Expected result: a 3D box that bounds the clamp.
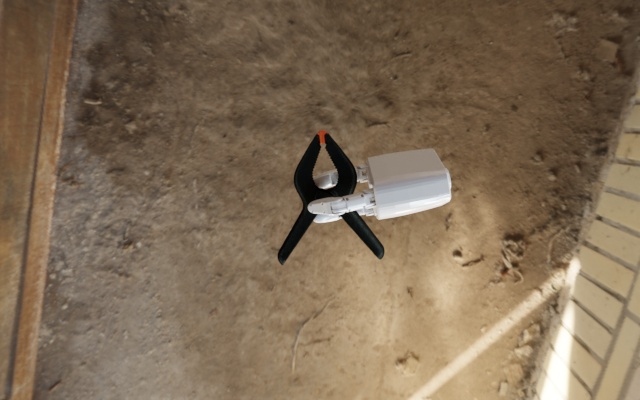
[{"bbox_3d":[0.000,0.002,0.721,0.164,0.210,0.036,-11,11,3],"label":"clamp"}]
